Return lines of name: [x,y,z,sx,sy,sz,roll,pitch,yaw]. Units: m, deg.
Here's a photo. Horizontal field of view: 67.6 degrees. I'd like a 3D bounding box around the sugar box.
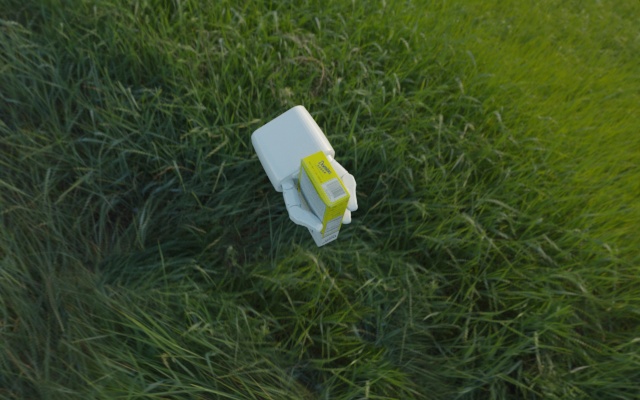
sugar box: [0.001,0.002,0.801,0.048,0.093,0.176,-25,-20,-14]
